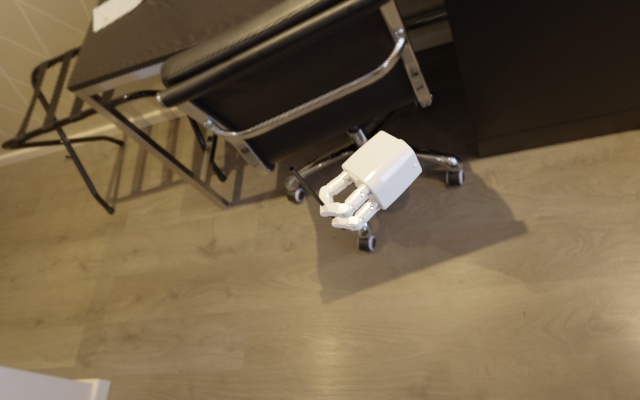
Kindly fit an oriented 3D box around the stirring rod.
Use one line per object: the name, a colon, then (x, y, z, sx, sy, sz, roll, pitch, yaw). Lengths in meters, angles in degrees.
stirring rod: (0.000, 0.003, 0.871, 0.011, 0.011, 0.240, 0, -27, 26)
